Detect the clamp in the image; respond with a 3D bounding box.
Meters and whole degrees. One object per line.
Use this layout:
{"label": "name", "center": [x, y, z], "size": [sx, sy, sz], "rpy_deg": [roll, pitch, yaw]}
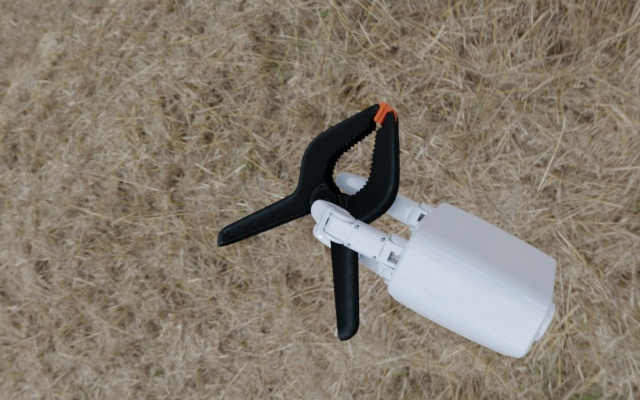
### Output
{"label": "clamp", "center": [0.000, 0.001, 0.442], "size": [0.164, 0.210, 0.036], "rpy_deg": [27, 10, 16]}
